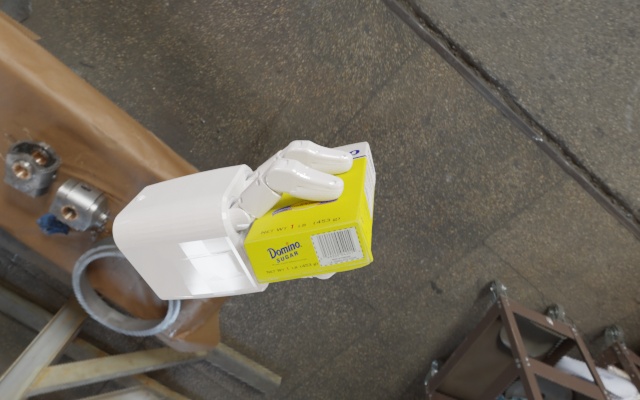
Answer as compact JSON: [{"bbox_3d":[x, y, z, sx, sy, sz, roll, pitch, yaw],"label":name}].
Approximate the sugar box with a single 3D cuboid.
[{"bbox_3d":[0.000,0.001,0.431,0.093,0.048,0.176,-11,26,12],"label":"sugar box"}]
